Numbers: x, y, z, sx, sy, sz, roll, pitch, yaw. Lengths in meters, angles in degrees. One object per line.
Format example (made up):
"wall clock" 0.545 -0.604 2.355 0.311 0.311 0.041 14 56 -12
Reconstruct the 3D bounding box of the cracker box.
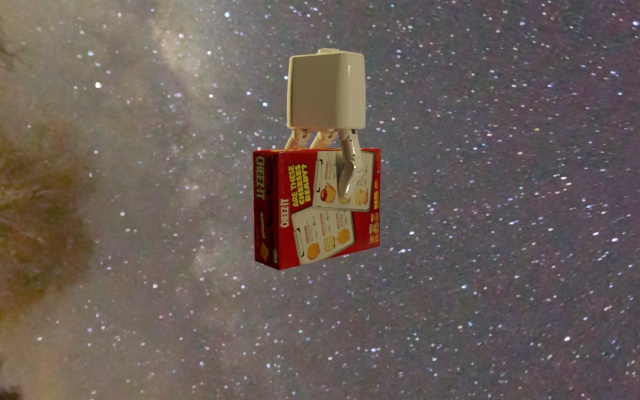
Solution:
"cracker box" 0.000 0.002 0.729 0.213 0.164 0.072 -7 10 -43
